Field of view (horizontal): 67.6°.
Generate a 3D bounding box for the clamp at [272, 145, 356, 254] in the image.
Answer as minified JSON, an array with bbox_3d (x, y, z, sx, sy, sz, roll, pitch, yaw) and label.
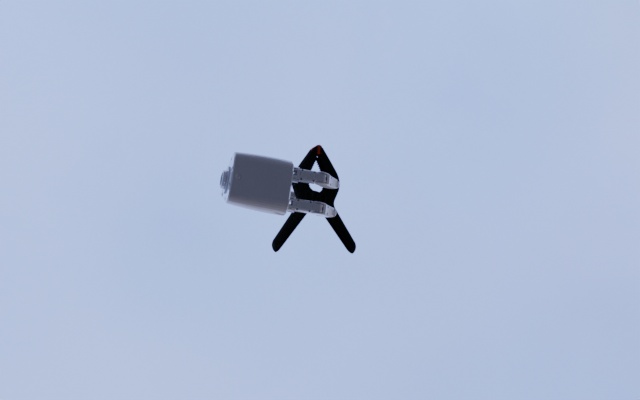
[{"bbox_3d":[0.000,0.002,0.899,0.164,0.210,0.036,11,-10,-22],"label":"clamp"}]
